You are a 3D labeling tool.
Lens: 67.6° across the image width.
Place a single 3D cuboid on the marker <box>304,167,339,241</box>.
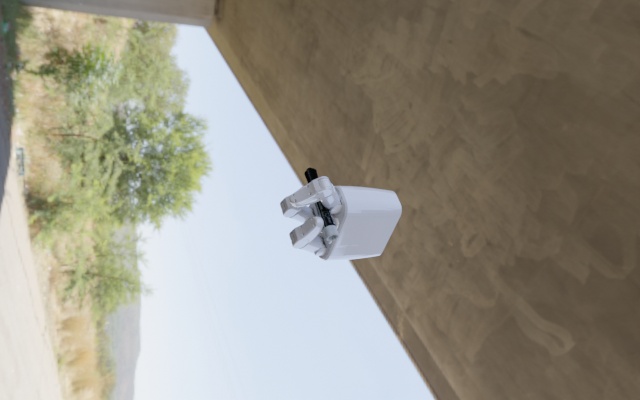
[{"bbox_3d":[0.000,0.002,0.681,0.020,0.121,0.020,-14,-32,-9],"label":"marker"}]
